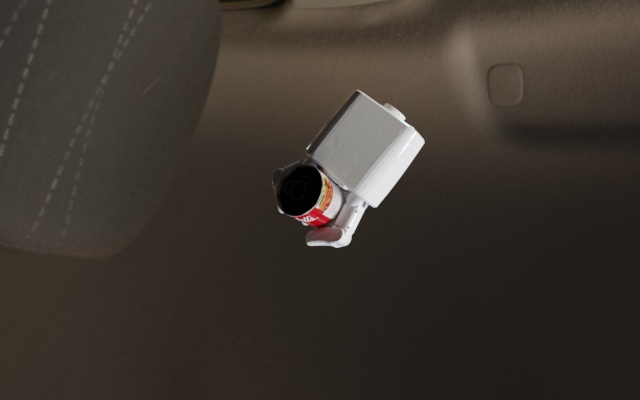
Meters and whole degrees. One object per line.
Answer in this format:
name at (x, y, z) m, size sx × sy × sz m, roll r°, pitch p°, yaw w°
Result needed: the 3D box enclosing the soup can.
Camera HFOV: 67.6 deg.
soup can at (0.000, 0.003, 0.620) m, size 0.068 × 0.068 × 0.102 m, roll 0°, pitch -18°, yaw 33°
